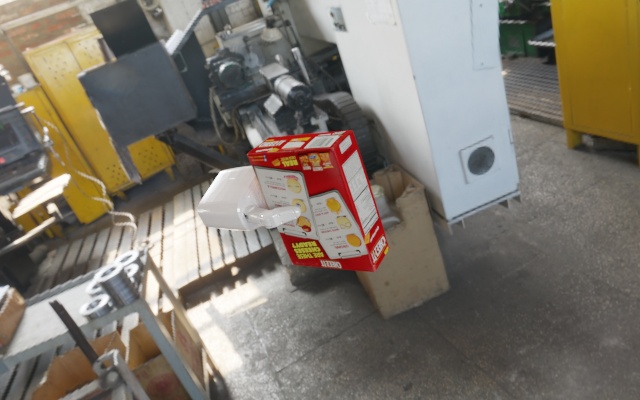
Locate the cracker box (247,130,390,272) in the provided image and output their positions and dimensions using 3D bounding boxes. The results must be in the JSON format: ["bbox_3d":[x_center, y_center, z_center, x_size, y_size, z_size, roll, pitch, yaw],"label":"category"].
[{"bbox_3d":[0.000,0.002,0.744,0.164,0.214,0.072,0,32,36],"label":"cracker box"}]
